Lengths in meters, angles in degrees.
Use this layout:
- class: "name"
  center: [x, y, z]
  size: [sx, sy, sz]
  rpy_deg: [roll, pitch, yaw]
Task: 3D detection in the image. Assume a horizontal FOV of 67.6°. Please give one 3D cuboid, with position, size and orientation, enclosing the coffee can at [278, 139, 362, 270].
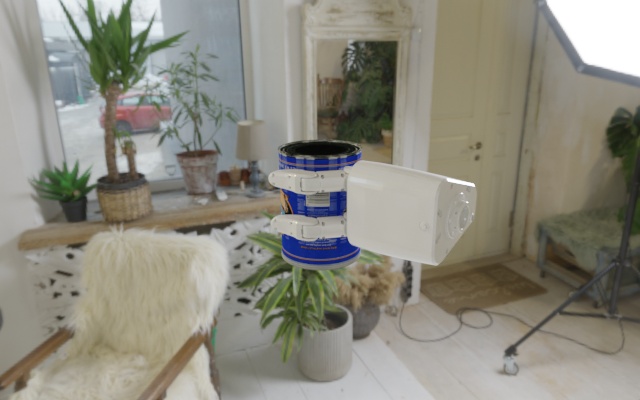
- class: "coffee can"
  center: [0.000, 0.002, 0.598]
  size: [0.103, 0.140, 0.102]
  rpy_deg: [-1, 18, 0]
